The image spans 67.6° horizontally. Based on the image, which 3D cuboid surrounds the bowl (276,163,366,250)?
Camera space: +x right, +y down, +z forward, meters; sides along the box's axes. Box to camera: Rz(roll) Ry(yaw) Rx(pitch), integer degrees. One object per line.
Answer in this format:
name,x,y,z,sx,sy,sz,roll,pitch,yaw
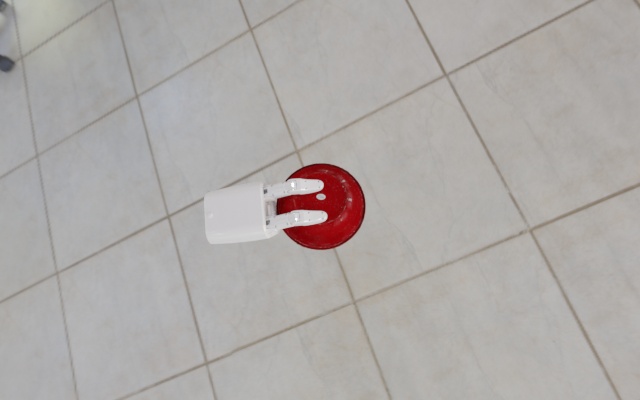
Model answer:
bowl,0.001,0.002,0.832,0.162,0.162,0.055,0,-15,1
